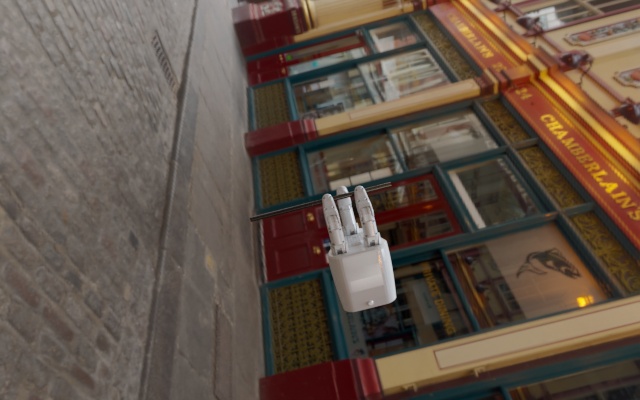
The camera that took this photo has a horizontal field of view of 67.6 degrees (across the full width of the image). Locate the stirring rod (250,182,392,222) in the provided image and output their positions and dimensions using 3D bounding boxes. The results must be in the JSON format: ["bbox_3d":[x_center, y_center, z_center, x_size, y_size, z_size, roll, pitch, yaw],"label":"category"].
[{"bbox_3d":[0.000,0.003,0.792,0.239,0.011,0.011,-14,0,1],"label":"stirring rod"}]
